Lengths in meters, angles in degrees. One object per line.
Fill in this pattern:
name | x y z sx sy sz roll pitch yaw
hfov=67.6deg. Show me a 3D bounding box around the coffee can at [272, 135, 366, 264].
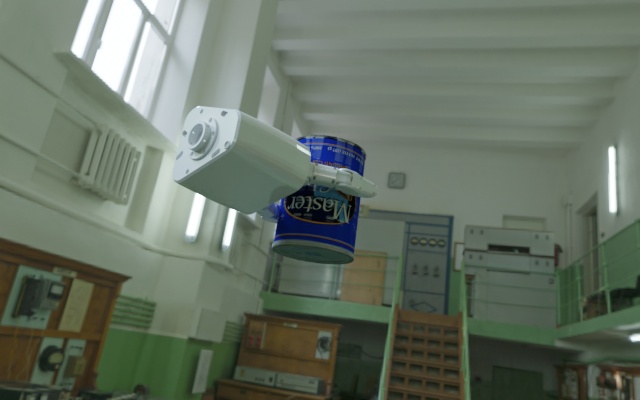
coffee can | 0.000 0.002 0.609 0.103 0.140 0.103 8 -17 2
